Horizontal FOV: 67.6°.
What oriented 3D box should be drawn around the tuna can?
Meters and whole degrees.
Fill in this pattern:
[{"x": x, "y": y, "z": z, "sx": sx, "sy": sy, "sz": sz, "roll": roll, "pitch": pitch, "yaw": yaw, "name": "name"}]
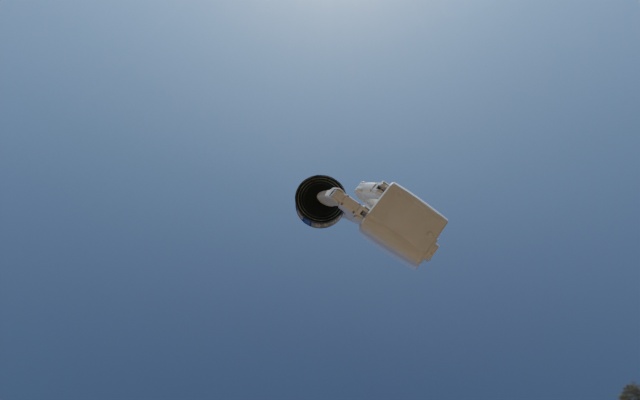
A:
[{"x": 0.000, "y": 0.003, "z": 0.800, "sx": 0.086, "sy": 0.086, "sz": 0.034, "roll": 0, "pitch": -22, "yaw": -3, "name": "tuna can"}]
